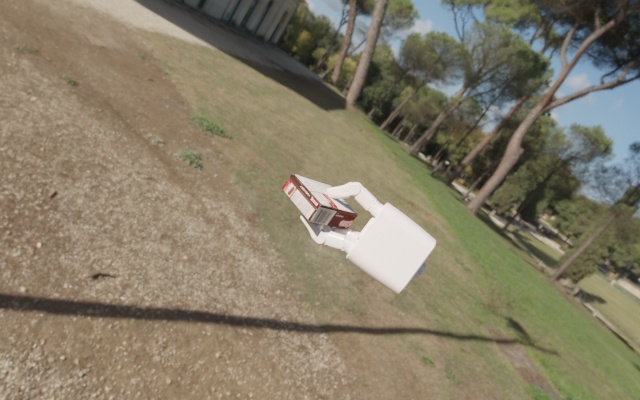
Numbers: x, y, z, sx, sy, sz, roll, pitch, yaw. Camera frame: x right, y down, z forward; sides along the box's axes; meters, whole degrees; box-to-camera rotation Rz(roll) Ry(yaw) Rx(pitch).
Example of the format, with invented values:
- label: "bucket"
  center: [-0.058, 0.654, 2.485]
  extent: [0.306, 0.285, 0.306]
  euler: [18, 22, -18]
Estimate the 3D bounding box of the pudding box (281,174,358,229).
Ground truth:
- label: "pudding box"
  center: [0.000, 0.003, 0.821]
  extent: [0.113, 0.039, 0.090]
  euler: [17, 25, -52]
